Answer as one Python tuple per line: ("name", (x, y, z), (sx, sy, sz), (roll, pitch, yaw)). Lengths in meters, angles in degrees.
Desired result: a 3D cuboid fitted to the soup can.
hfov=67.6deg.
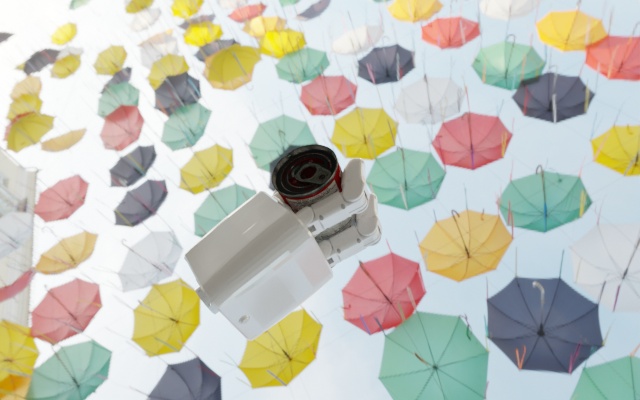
("soup can", (0.000, 0.001, 0.496), (0.068, 0.068, 0.102), (0, -39, 24))
